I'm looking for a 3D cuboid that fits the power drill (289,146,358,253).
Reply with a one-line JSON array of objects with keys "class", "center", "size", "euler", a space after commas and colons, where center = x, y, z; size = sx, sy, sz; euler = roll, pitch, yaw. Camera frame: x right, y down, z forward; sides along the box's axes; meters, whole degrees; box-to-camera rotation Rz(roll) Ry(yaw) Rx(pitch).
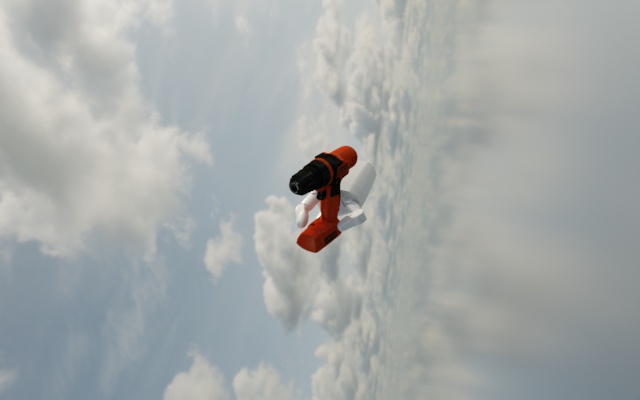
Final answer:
[{"class": "power drill", "center": [0.000, 0.003, 0.892], "size": [0.057, 0.188, 0.184], "euler": [27, 36, 26]}]
